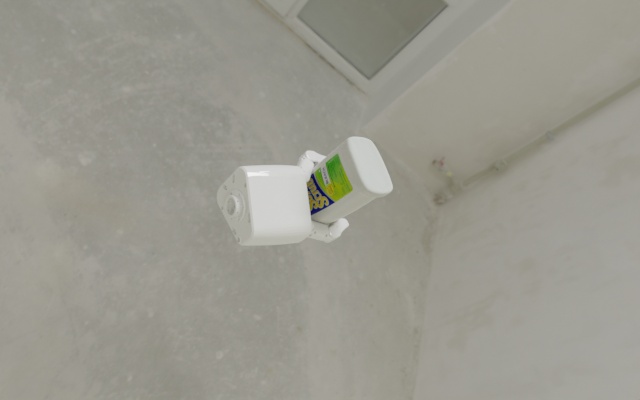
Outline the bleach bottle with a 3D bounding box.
[{"bbox_3d":[0.000,0.002,0.781,0.068,0.102,0.251,-1,-27,-42],"label":"bleach bottle"}]
